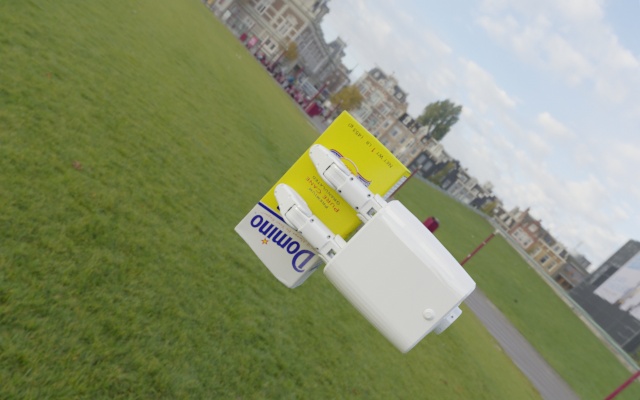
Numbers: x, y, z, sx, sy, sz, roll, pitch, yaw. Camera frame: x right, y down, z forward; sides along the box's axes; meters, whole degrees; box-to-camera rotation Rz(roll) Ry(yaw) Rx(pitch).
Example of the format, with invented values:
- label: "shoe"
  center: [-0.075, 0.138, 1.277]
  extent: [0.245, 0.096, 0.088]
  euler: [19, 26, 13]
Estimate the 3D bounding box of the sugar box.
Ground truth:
- label: "sugar box"
  center: [0.000, 0.002, 0.508]
  extent: [0.093, 0.176, 0.048]
  euler: [46, 9, 13]
